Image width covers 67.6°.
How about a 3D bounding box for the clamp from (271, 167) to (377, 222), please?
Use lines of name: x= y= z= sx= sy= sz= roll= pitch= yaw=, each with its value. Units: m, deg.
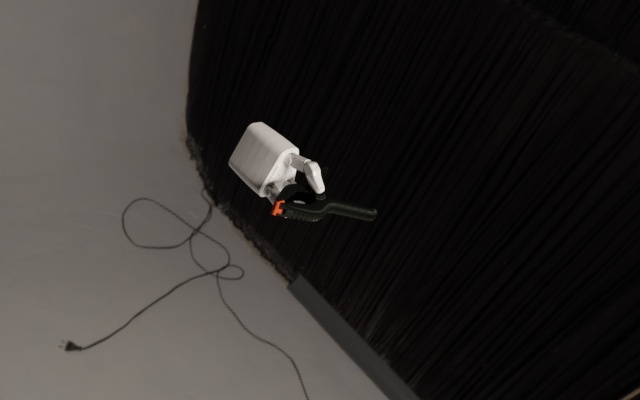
clamp: x=0.000 y=0.002 z=0.897 sx=0.164 sy=0.036 sz=0.210 roll=38 pitch=34 yaw=25
